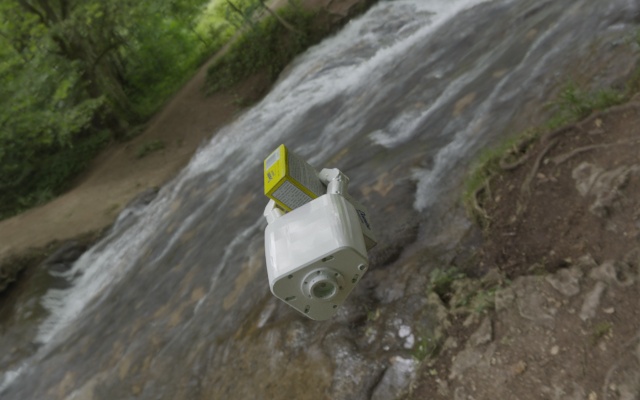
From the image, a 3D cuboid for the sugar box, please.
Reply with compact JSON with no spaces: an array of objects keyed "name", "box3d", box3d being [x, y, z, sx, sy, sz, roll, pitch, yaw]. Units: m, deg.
[{"name":"sugar box","box3d":[0.000,0.003,0.676,0.176,0.048,0.093,39,22,-27]}]
